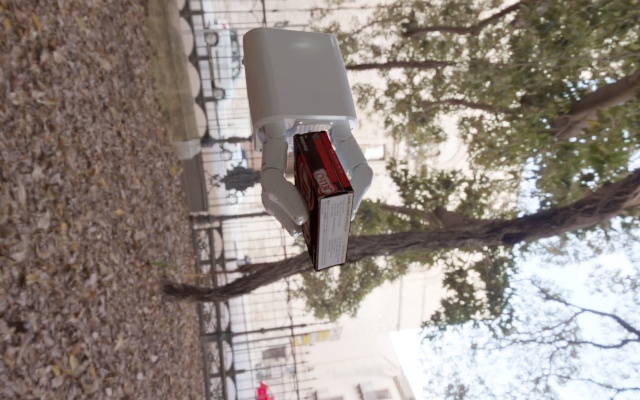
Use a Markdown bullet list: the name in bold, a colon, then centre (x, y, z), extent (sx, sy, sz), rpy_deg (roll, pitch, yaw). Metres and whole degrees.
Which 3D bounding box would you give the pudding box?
- **pudding box**: centre (0.000, 0.001, 0.474), extent (0.039, 0.090, 0.114), rpy_deg (-11, -42, -10)
